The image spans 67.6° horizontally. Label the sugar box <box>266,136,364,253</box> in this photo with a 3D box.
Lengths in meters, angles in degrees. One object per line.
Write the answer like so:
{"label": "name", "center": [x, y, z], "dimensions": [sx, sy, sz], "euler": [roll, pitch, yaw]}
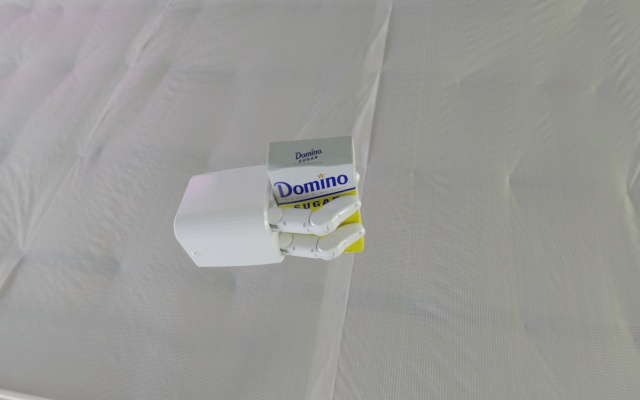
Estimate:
{"label": "sugar box", "center": [0.000, 0.002, 0.565], "dimensions": [0.093, 0.048, 0.176], "euler": [-4, -35, 7]}
